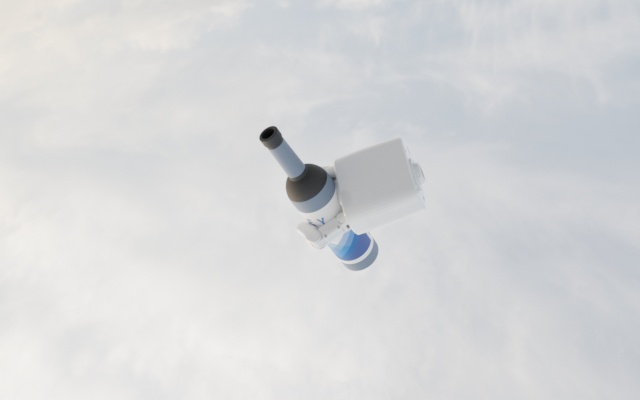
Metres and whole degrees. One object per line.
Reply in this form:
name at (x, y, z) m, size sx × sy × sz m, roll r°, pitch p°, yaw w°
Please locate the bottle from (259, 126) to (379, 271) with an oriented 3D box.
bottle at (0.000, 0.002, 0.702) m, size 0.069 × 0.069 × 0.296 m, roll 0°, pitch -36°, yaw 34°
